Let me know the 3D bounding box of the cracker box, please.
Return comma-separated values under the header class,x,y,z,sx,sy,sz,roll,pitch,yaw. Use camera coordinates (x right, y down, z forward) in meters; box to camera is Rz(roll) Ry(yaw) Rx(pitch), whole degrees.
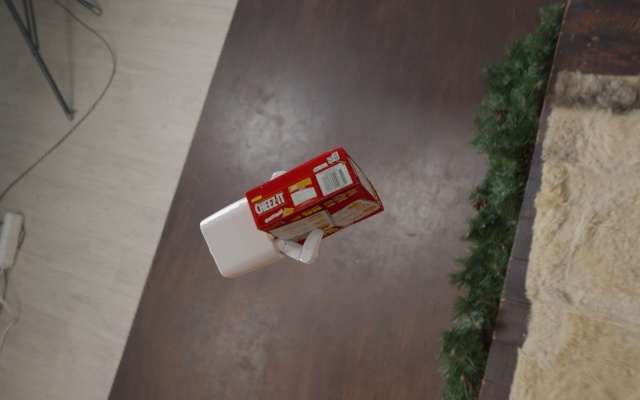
class,x,y,z,sx,sy,sz,roll,pitch,yaw
cracker box,0.000,0.003,0.776,0.164,0.072,0.214,-25,-17,11
